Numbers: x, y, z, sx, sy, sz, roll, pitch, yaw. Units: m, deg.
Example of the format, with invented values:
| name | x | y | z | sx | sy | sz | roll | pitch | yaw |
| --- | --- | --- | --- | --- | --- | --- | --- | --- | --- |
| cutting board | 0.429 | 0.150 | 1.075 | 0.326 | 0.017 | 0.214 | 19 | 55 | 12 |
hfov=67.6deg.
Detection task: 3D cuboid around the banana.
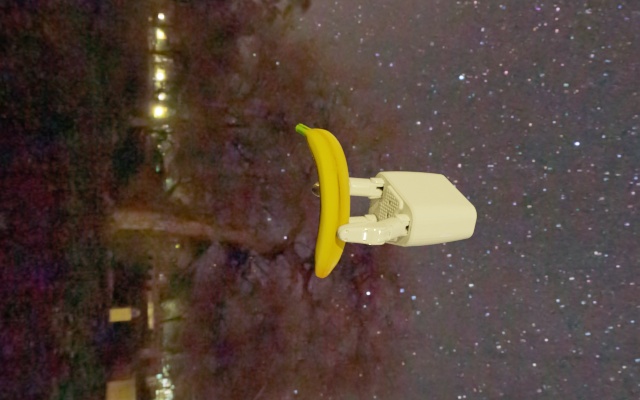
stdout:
| name | x | y | z | sx | sy | sz | roll | pitch | yaw |
| --- | --- | --- | --- | --- | --- | --- | --- | --- | --- |
| banana | 0.009 | -0.003 | 0.587 | 0.037 | 0.198 | 0.069 | -4 | -4 | -30 |
